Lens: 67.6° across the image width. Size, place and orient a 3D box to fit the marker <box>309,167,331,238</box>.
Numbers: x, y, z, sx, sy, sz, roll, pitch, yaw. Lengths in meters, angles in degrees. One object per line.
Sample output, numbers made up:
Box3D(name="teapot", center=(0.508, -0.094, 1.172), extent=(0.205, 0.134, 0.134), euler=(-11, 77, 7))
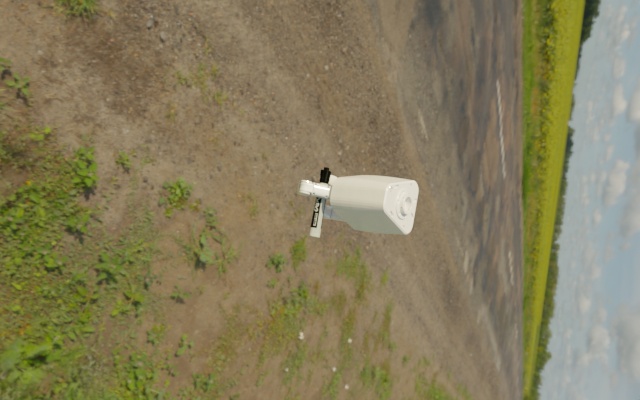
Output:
Box3D(name="marker", center=(0.000, 0.003, 0.817), extent=(0.020, 0.121, 0.020), euler=(10, -5, 1))
